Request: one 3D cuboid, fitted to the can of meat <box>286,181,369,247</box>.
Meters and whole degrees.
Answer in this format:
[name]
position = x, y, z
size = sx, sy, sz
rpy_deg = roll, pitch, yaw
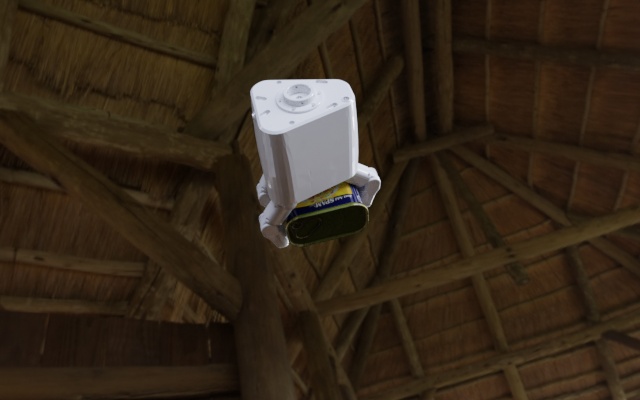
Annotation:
[can of meat]
position = 0.000, 0.002, 0.606
size = 0.102, 0.084, 0.057
rpy_deg = -14, -41, -4
